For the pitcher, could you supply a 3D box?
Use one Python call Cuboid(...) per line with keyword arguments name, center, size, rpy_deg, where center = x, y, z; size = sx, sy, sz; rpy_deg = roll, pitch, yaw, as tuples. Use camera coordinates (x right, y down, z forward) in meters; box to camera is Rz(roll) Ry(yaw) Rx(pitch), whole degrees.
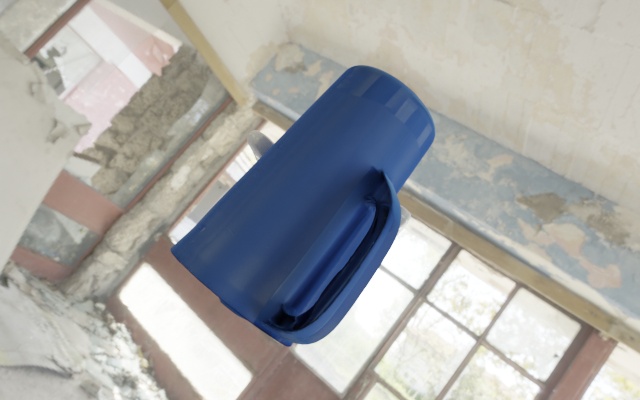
Cuboid(name="pitcher", center=(0.000, 0.001, 0.427), size=(0.149, 0.243, 0.145), rpy_deg=(38, -10, 7))
